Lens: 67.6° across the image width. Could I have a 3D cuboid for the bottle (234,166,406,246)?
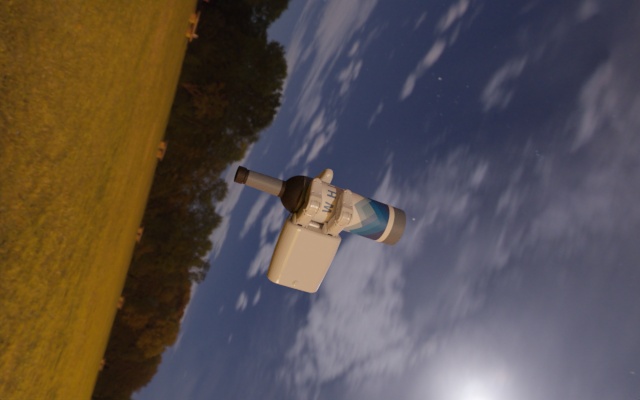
[{"bbox_3d":[0.000,0.003,0.800,0.296,0.069,0.069,19,-6,-17],"label":"bottle"}]
